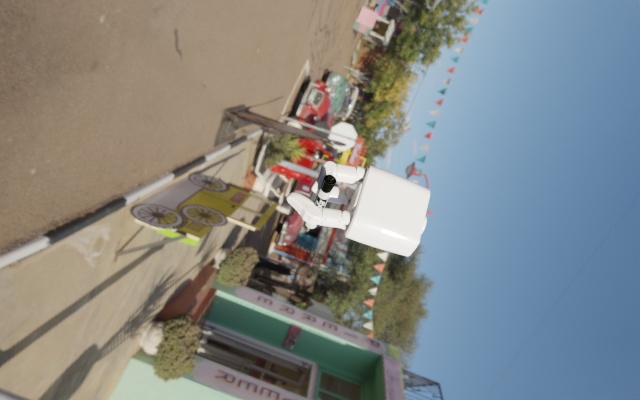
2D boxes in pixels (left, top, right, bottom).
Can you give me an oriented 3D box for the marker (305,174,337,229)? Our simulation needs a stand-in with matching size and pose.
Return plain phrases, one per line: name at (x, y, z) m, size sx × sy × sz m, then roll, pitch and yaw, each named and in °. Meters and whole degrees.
marker at (0.000, 0.002, 0.707) m, size 0.020 × 0.020 × 0.121 m, roll 0°, pitch -35°, yaw -18°
